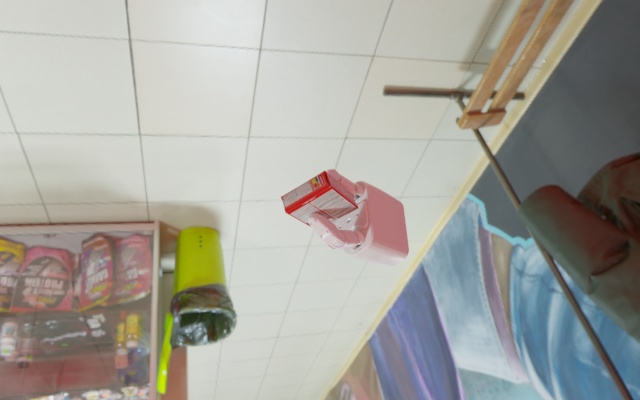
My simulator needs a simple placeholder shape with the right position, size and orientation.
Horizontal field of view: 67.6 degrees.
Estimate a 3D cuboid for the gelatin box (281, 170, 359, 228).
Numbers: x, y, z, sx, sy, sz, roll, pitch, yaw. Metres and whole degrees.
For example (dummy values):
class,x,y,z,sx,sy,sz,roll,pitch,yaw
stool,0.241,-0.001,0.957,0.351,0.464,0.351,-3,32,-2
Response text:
class,x,y,z,sx,sy,sz,roll,pitch,yaw
gelatin box,0.000,0.002,0.659,0.073,0.030,0.089,-30,-32,18
